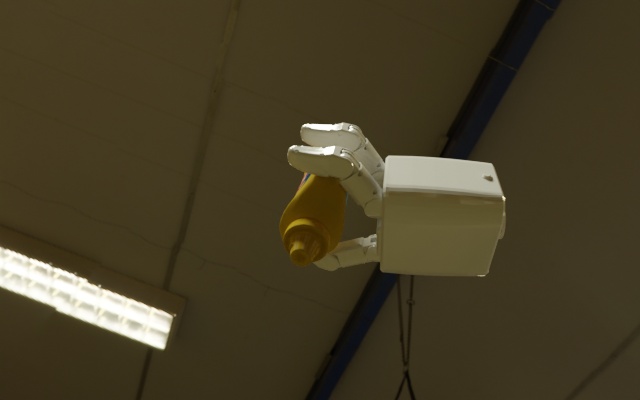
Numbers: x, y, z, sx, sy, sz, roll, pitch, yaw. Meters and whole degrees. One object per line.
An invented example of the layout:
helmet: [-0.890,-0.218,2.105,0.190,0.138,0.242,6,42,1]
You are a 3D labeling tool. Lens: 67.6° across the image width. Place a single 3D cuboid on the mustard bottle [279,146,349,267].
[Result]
mustard bottle: [0.000,0.001,0.479,0.058,0.096,0.191,23,32,-3]
